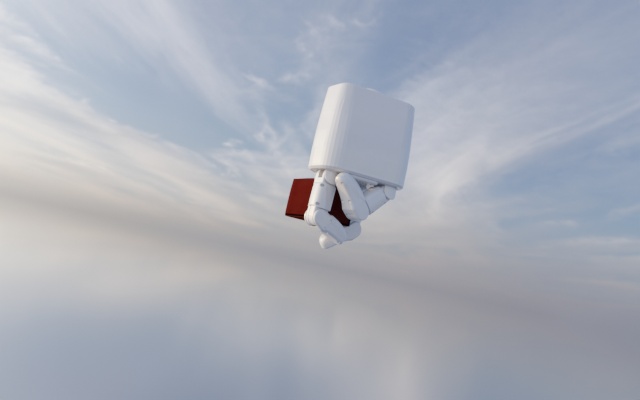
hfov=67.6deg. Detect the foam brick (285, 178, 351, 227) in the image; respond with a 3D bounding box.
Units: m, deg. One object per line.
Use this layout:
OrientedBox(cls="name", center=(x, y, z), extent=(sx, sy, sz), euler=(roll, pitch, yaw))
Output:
OrientedBox(cls="foam brick", center=(0.000, 0.002, 0.618), extent=(0.053, 0.051, 0.078), euler=(16, -8, -36))
